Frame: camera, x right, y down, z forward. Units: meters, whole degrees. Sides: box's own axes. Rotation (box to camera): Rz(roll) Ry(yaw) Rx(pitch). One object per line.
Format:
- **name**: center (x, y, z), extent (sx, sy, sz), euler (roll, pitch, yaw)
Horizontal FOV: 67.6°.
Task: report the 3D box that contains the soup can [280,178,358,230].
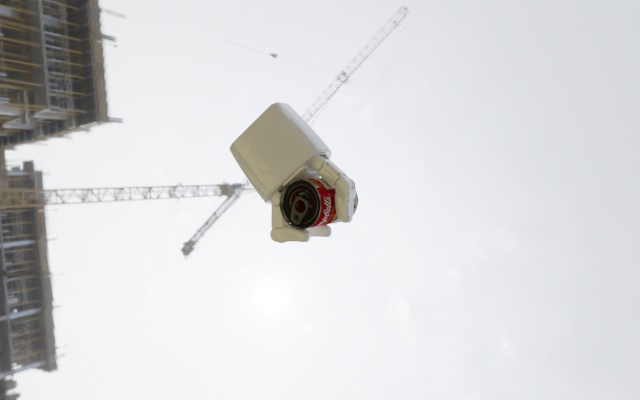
- **soup can**: center (0.001, 0.002, 0.672), extent (0.068, 0.068, 0.102), euler (0, 3, 34)
